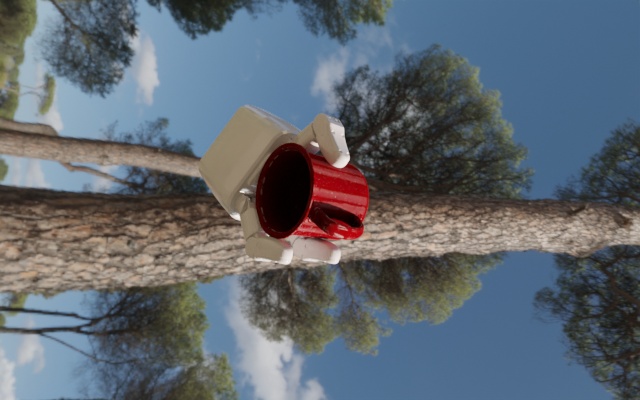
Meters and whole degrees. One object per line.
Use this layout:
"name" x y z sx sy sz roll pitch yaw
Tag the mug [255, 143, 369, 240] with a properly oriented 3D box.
"mug" 0.001 0.002 0.471 0.081 0.093 0.117 11 21 -40
